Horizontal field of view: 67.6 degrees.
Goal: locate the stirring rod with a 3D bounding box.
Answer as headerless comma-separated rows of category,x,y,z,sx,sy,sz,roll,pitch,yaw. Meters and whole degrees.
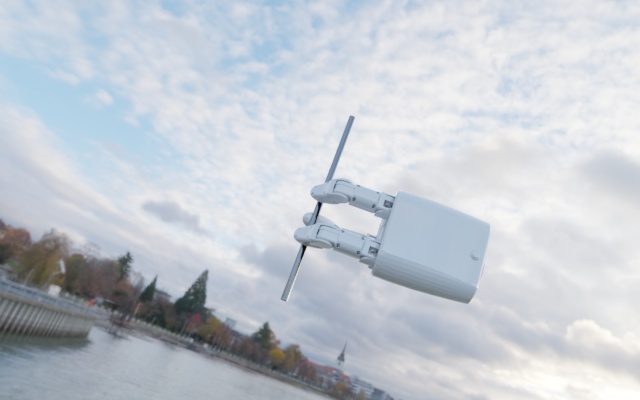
stirring rod,0.000,0.002,0.556,0.011,0.239,0.011,18,-20,7
